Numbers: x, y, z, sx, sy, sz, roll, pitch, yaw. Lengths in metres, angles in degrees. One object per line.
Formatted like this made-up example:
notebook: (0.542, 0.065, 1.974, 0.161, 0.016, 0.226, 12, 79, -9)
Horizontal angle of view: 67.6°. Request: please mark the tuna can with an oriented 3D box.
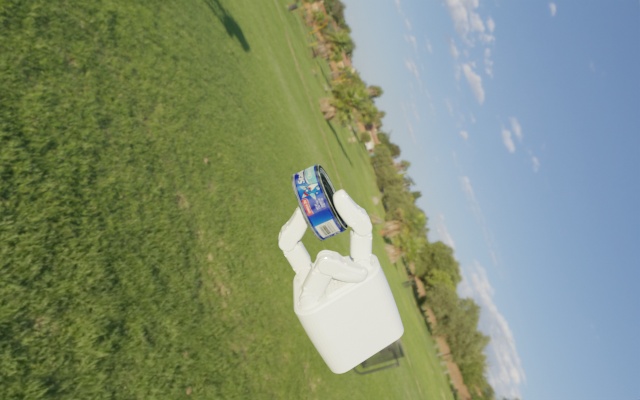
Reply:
tuna can: (0.001, 0.002, 0.558, 0.034, 0.086, 0.086, -24, -4, 10)
